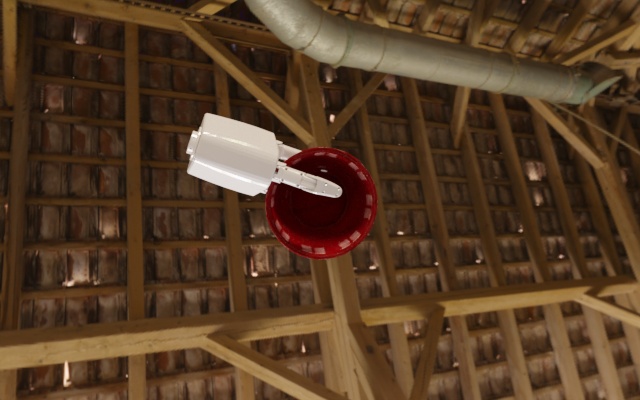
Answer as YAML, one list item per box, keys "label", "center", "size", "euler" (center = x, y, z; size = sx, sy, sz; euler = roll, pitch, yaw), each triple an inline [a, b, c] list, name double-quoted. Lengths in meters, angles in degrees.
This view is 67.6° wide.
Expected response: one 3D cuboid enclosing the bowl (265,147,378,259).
- label: "bowl"
  center: [0.001, 0.003, 0.706]
  size: [0.162, 0.162, 0.055]
  euler: [0, 6, -5]
